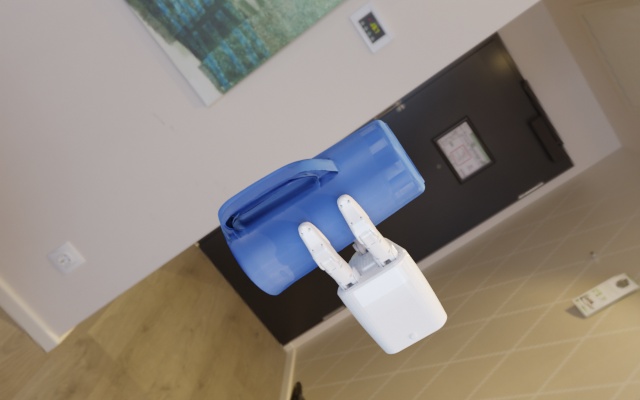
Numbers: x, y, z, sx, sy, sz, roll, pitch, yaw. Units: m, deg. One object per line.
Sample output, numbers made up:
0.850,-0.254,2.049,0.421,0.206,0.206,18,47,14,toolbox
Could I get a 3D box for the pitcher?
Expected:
0.000,0.002,0.602,0.243,0.145,0.149,-33,10,11,pitcher
